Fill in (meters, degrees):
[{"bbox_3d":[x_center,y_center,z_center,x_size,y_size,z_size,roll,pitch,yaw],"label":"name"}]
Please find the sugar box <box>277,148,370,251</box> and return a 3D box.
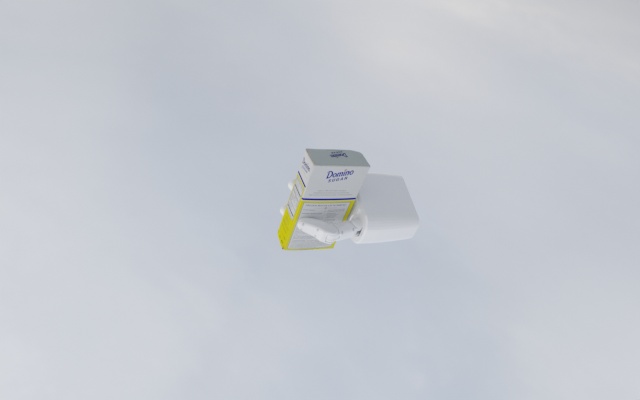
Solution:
[{"bbox_3d":[0.000,0.002,0.729,0.093,0.176,0.048,0,41,-27],"label":"sugar box"}]
